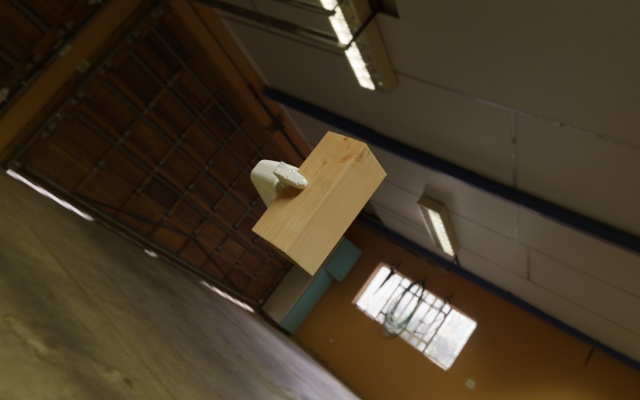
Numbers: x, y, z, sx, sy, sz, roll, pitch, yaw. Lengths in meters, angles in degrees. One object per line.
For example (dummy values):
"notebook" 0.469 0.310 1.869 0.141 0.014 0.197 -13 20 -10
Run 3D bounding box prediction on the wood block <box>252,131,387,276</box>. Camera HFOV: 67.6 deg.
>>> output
"wood block" 0.000 0.002 0.766 0.090 0.206 0.091 27 -14 44
